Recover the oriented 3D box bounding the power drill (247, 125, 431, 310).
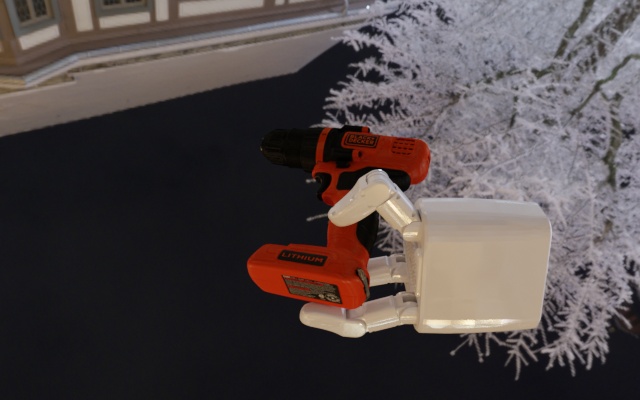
[{"bbox_3d":[0.000,0.002,0.463,0.184,0.187,0.057,7,-35,21],"label":"power drill"}]
